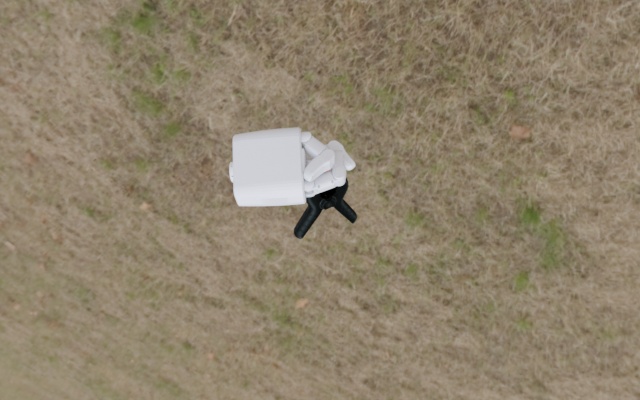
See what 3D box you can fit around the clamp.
[{"bbox_3d":[0.000,0.003,0.821,0.120,0.172,0.039,-26,49,-11],"label":"clamp"}]
